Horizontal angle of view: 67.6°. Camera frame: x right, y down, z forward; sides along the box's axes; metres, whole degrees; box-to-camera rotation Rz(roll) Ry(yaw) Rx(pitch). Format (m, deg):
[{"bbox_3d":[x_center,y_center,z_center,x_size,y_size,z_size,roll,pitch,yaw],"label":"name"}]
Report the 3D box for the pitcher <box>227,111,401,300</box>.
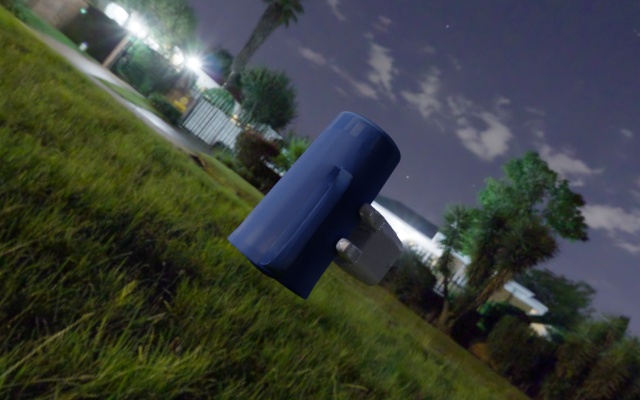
[{"bbox_3d":[0.000,0.002,0.639,0.149,0.243,0.145,33,-8,41],"label":"pitcher"}]
